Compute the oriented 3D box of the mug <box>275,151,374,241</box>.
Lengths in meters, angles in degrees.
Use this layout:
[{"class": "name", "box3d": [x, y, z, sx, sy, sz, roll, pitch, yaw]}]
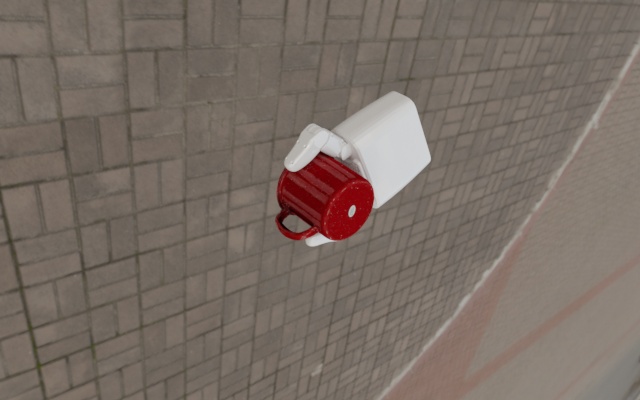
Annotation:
[{"class": "mug", "box3d": [-0.001, 0.003, 0.560, 0.117, 0.093, 0.081, -39, 49, -19]}]
